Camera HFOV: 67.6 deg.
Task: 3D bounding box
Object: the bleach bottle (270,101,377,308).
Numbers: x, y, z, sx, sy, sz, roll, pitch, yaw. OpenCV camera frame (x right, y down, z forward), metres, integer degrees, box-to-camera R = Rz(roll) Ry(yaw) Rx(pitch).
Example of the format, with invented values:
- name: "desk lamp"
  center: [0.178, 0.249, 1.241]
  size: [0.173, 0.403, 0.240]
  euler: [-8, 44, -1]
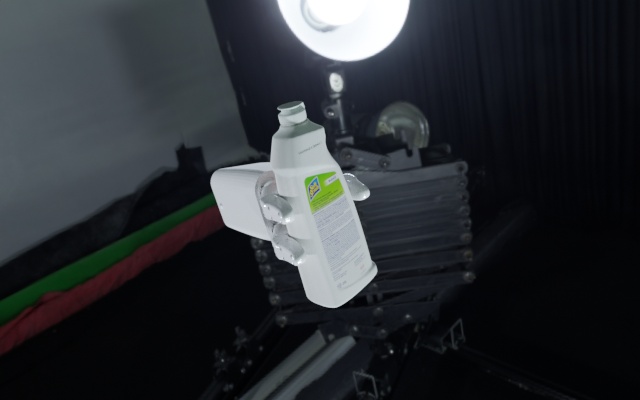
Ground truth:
- name: "bleach bottle"
  center: [0.000, 0.002, 0.582]
  size: [0.068, 0.251, 0.102]
  euler: [9, 33, 42]
